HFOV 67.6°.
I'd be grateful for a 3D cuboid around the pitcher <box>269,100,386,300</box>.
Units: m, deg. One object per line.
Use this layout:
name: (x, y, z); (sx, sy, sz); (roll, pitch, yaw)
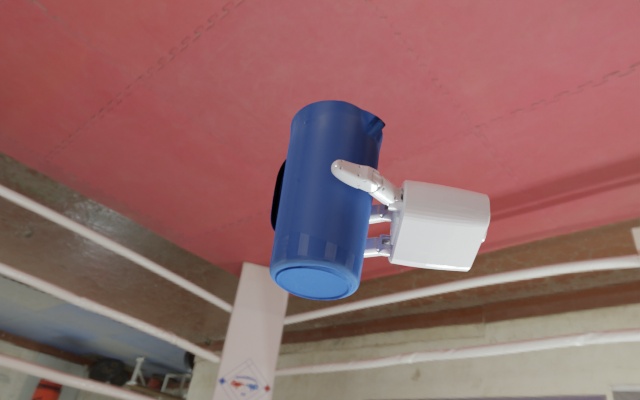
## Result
pitcher: (0.000, 0.002, 0.628); (0.145, 0.242, 0.149); (9, -33, 1)
